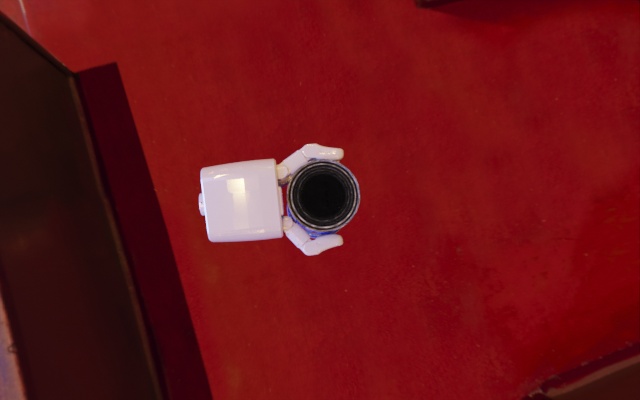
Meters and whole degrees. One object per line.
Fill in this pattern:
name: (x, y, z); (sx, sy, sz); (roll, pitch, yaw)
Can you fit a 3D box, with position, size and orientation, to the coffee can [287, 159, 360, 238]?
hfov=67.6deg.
coffee can: (0.000, 0.002, 0.725); (0.103, 0.103, 0.140); (0, -8, -4)
